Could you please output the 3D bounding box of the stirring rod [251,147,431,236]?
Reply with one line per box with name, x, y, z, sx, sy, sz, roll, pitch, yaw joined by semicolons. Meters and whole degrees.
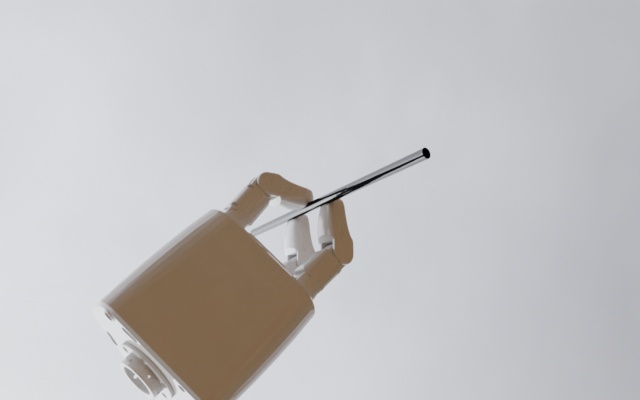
stirring rod;0.000;0.001;0.407;0.011;0.011;0.239;0;-16;-37
